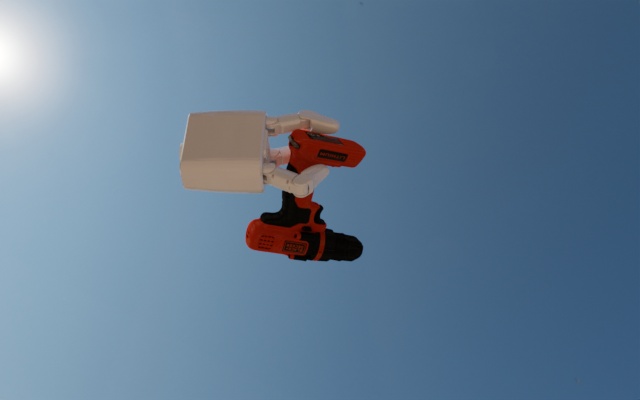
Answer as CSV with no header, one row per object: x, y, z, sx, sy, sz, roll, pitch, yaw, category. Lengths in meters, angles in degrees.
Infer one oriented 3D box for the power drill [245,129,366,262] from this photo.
0.000,0.002,0.687,0.184,0.188,0.057,9,20,-23,power drill
